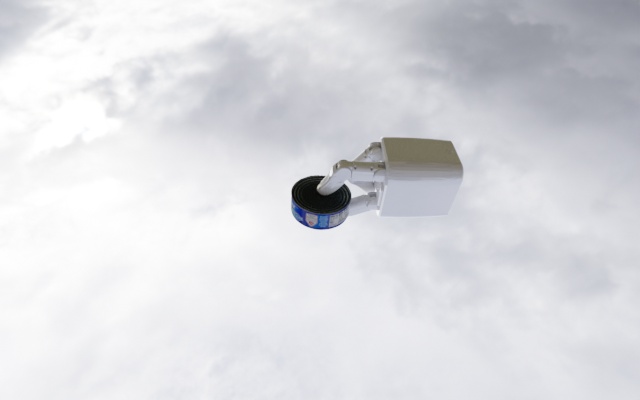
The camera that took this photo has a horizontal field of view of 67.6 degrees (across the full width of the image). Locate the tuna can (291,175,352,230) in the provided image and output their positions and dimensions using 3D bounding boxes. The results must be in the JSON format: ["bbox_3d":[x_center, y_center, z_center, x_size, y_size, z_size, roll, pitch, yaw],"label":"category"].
[{"bbox_3d":[0.000,0.003,0.682,0.086,0.034,0.086,3,40,-3],"label":"tuna can"}]
